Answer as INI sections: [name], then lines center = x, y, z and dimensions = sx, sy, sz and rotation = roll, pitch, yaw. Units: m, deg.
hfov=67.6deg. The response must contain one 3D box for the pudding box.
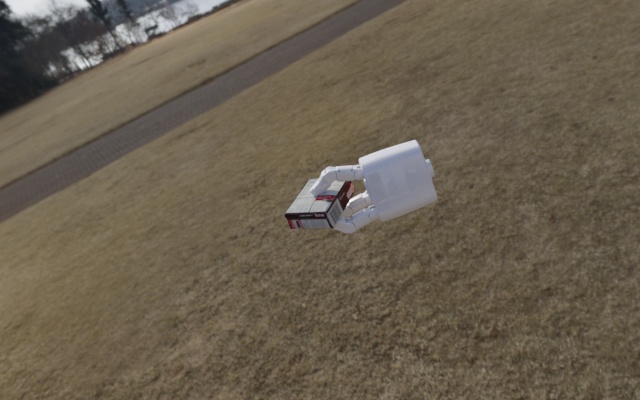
[pudding box]
center = 0.000, 0.003, 0.856
dimensions = 0.090, 0.039, 0.113
rotation = -4, 34, 32
